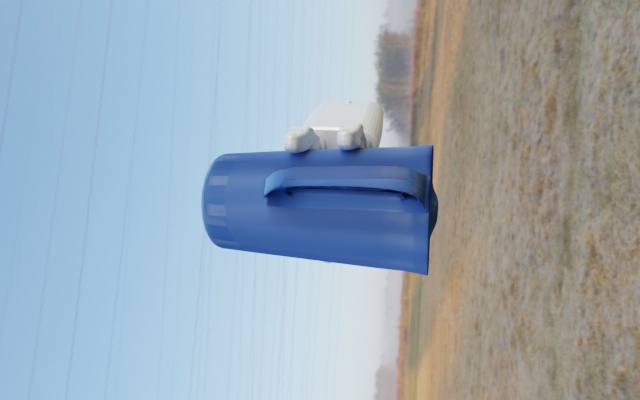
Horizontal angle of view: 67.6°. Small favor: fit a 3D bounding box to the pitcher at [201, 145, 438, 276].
[{"bbox_3d":[0.000,0.002,0.506,0.243,0.149,0.145,2,32,13],"label":"pitcher"}]
